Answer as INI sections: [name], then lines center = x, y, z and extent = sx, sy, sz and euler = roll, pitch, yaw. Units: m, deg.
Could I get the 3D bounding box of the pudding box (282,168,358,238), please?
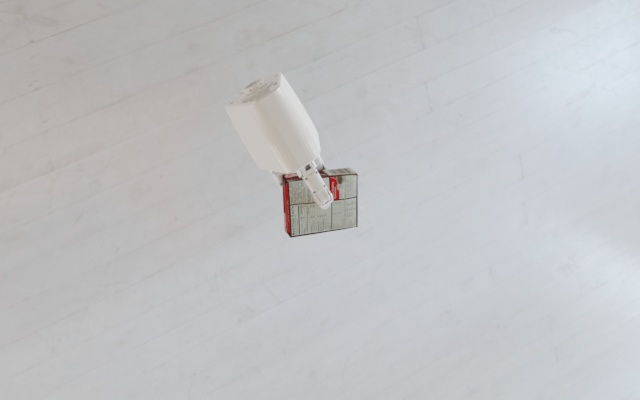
[pudding box]
center = 0.000, 0.002, 0.720
extent = 0.113, 0.090, 0.039
euler = -7, 20, -16
